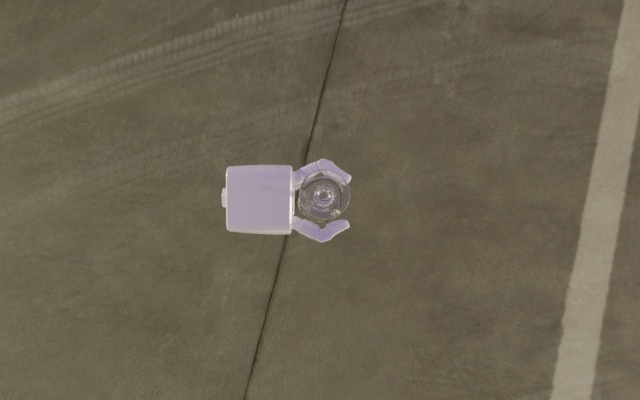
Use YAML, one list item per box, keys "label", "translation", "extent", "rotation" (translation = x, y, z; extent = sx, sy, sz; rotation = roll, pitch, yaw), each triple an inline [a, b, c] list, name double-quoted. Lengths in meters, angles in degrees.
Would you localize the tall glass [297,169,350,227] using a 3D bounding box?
- label: "tall glass"
  translation: [0.000, 0.003, 0.795]
  extent: [0.079, 0.079, 0.201]
  rotation: [0, -7, -3]
